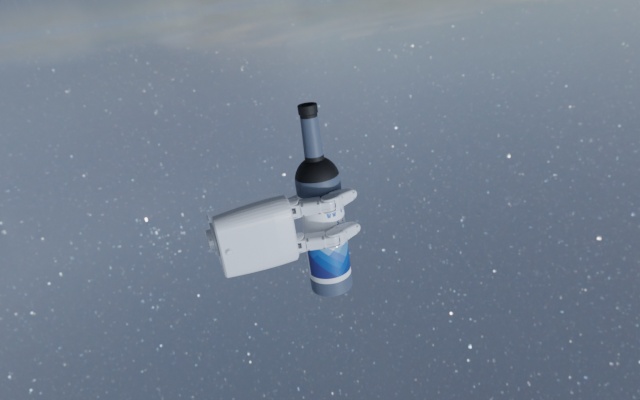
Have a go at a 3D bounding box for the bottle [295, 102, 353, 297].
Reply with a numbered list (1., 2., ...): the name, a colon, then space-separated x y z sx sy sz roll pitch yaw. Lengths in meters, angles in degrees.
1. bottle: 0.000 0.003 0.711 0.069 0.296 0.069 -7 23 3
